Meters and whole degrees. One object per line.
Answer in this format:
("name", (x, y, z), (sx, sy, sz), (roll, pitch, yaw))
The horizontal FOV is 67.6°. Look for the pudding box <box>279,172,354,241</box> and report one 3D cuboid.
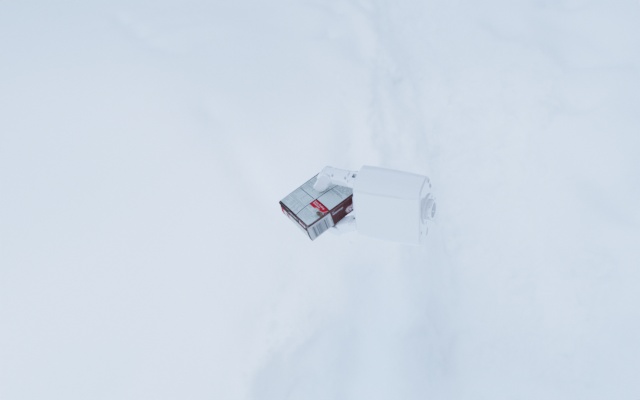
("pudding box", (0.000, 0.003, 0.809), (0.113, 0.039, 0.090), (-35, 46, -17))
